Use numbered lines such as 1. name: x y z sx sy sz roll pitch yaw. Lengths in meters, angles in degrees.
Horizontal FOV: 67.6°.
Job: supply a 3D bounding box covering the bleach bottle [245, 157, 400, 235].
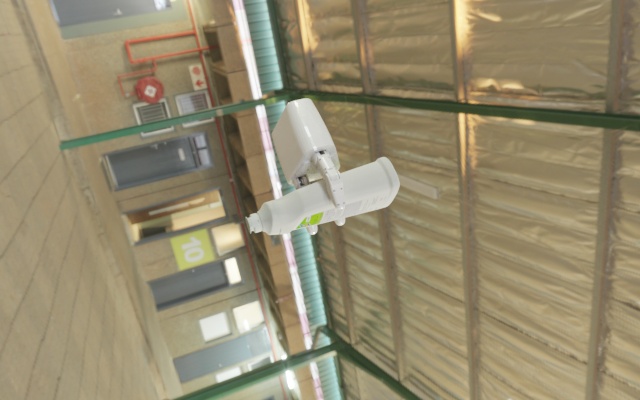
1. bleach bottle: 0.000 0.003 0.795 0.251 0.068 0.103 -16 -24 -16
